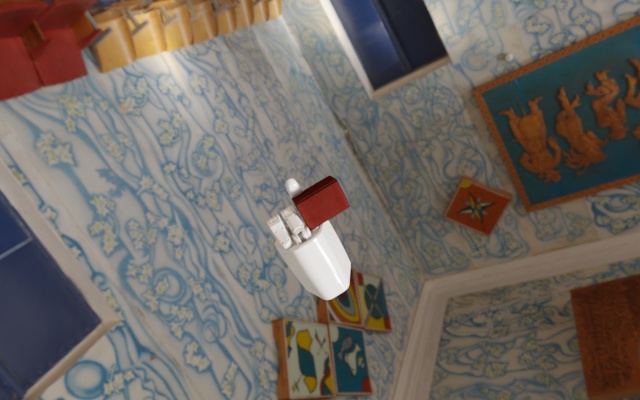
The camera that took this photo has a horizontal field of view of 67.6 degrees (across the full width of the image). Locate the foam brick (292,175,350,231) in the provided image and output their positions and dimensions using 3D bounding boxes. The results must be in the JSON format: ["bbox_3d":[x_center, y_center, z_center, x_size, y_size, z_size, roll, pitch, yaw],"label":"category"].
[{"bbox_3d":[0.000,0.002,0.773,0.078,0.051,0.053,-31,15,-2],"label":"foam brick"}]
